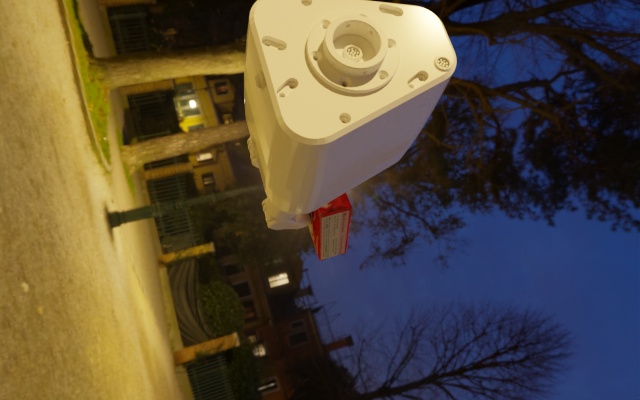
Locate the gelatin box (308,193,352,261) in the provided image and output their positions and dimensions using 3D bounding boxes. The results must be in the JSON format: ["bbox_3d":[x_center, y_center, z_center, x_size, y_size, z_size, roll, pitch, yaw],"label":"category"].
[{"bbox_3d":[0.001,0.001,0.424,0.030,0.073,0.089,-16,-29,-9],"label":"gelatin box"}]
